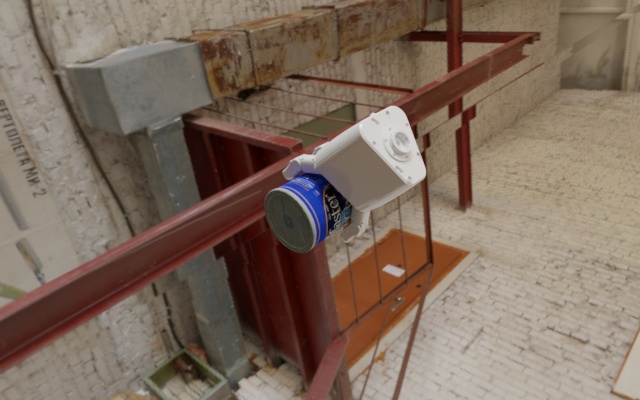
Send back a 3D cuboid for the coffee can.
[{"bbox_3d":[0.000,0.003,0.729,0.140,0.103,0.103,-32,20,-37],"label":"coffee can"}]
